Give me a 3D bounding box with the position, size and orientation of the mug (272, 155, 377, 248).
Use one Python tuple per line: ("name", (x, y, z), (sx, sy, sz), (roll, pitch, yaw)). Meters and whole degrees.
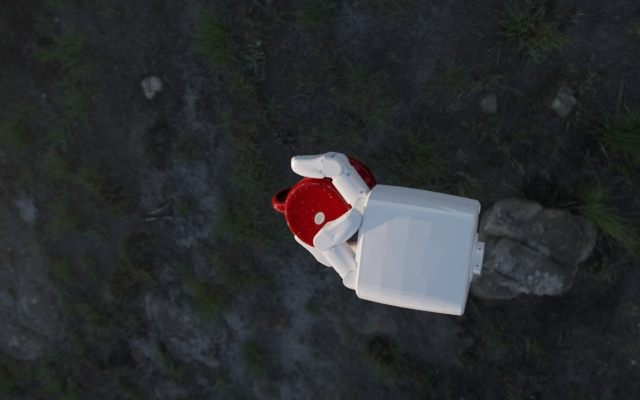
("mug", (-0.001, 0.002, 0.547), (0.117, 0.093, 0.081), (8, 23, 21))
